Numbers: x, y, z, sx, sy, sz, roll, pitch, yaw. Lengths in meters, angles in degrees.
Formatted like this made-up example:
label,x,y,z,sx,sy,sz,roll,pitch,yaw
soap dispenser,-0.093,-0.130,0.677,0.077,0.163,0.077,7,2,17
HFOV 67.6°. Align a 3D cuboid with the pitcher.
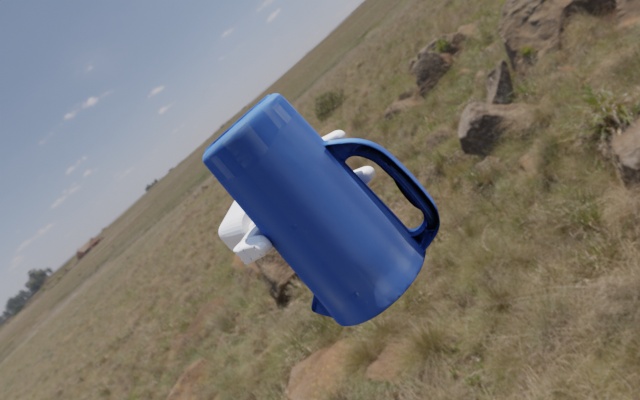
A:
label,x,y,z,sx,sy,sz,roll,pitch,yaw
pitcher,0.000,0.002,0.516,0.149,0.243,0.145,-47,14,-25
